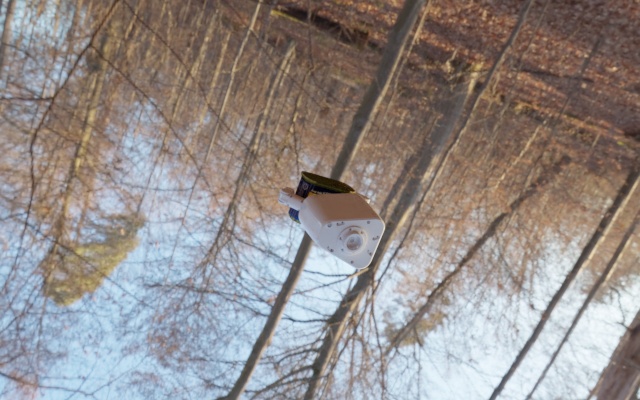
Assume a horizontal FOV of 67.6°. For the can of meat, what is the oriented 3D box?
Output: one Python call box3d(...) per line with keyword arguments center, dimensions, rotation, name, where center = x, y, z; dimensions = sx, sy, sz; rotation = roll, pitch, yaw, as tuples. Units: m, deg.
box3d(center=(0.000, 0.003, 0.870), dimensions=(0.102, 0.084, 0.057), rotation=(15, 15, -24), name="can of meat")
